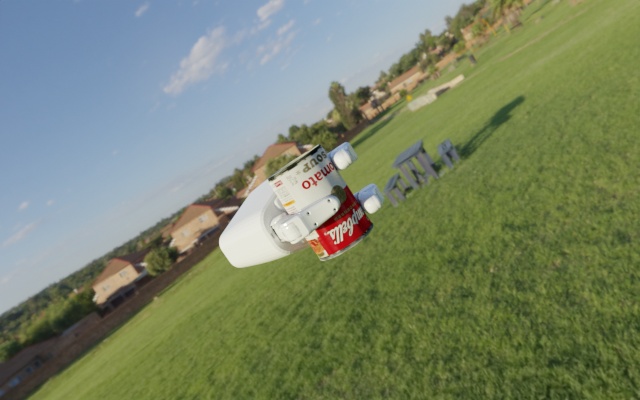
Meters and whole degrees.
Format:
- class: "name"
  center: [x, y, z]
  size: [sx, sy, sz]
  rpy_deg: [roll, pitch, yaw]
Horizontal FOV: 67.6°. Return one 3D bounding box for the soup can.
- class: "soup can"
  center: [0.000, 0.001, 0.497]
  size: [0.068, 0.102, 0.068]
  rpy_deg: [-33, 7, 5]
